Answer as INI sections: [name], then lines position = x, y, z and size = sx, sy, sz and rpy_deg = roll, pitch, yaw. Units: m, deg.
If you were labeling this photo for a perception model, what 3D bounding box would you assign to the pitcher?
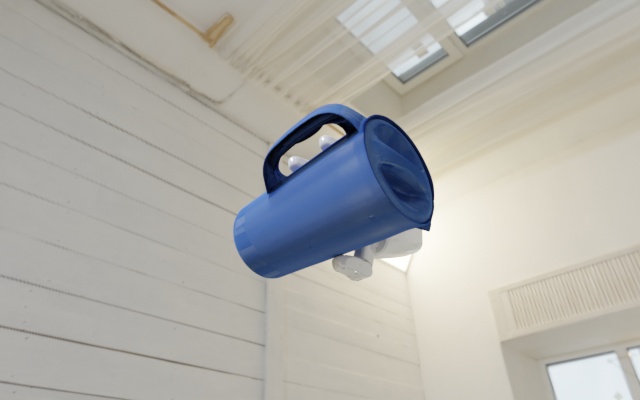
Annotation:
[pitcher]
position = 0.000, 0.002, 0.579
size = 0.243, 0.149, 0.145
rpy_deg = -28, -22, 34
